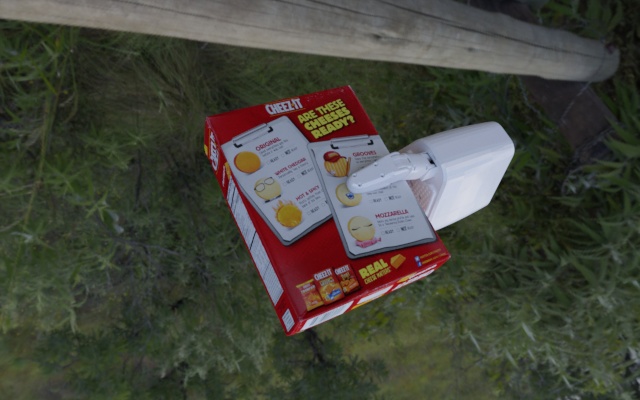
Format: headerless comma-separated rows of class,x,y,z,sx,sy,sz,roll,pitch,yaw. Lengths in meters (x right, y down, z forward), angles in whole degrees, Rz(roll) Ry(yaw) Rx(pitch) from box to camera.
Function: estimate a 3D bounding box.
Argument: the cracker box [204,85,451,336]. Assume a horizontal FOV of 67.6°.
cracker box,0.000,0.002,0.473,0.164,0.213,0.072,-18,-22,-25
